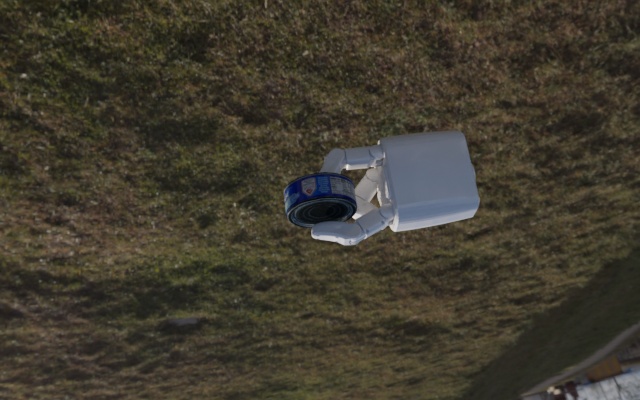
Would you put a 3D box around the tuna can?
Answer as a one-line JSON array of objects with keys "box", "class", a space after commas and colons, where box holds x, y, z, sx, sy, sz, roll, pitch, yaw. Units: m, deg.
[{"box": [0.000, 0.002, 0.567, 0.086, 0.033, 0.086, -6, -26, -3], "class": "tuna can"}]
